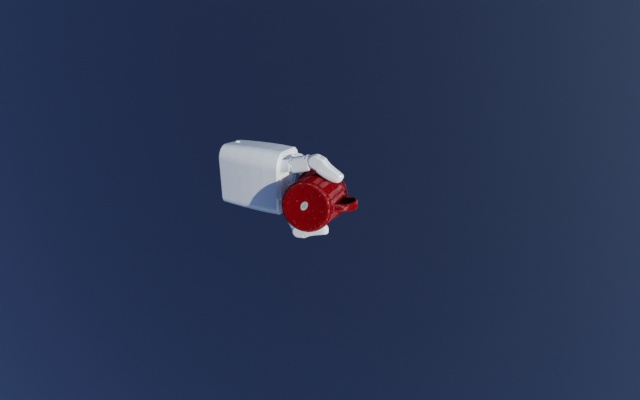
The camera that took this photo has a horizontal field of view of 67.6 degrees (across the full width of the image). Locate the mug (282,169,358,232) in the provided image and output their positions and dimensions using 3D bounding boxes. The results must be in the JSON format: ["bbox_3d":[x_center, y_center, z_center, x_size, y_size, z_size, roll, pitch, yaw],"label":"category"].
[{"bbox_3d":[0.001,0.003,0.755,0.117,0.093,0.081,9,18,15],"label":"mug"}]
